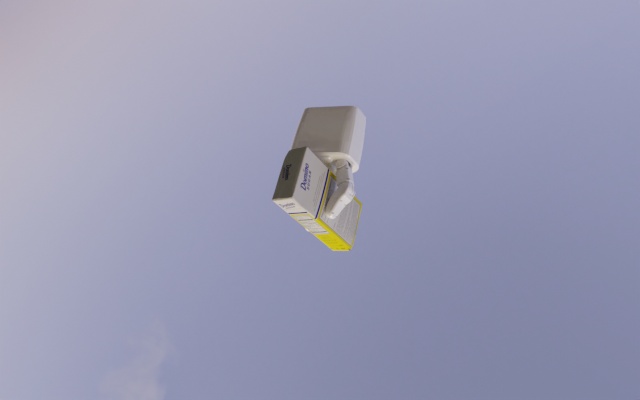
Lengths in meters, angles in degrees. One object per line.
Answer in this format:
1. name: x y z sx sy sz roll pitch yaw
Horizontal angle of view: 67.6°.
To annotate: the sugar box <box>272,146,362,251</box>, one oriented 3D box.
1. sugar box: 0.000 0.002 0.759 0.048 0.093 0.176 -7 -35 37
